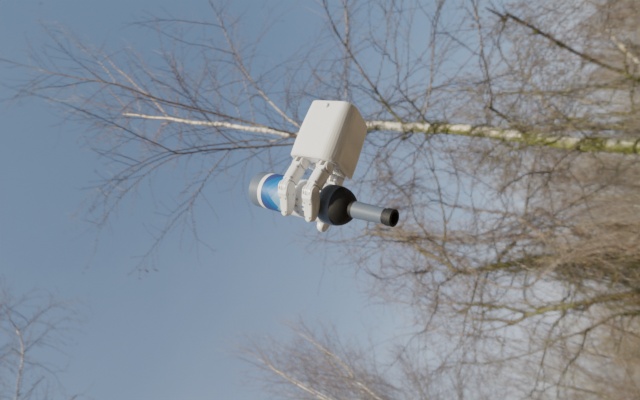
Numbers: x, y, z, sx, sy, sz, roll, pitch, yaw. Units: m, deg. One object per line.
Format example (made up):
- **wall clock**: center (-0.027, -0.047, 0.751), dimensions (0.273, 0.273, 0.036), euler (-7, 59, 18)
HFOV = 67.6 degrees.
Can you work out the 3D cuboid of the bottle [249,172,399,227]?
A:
- **bottle**: center (0.000, 0.003, 0.809), dimensions (0.295, 0.069, 0.069), euler (12, 8, 39)
